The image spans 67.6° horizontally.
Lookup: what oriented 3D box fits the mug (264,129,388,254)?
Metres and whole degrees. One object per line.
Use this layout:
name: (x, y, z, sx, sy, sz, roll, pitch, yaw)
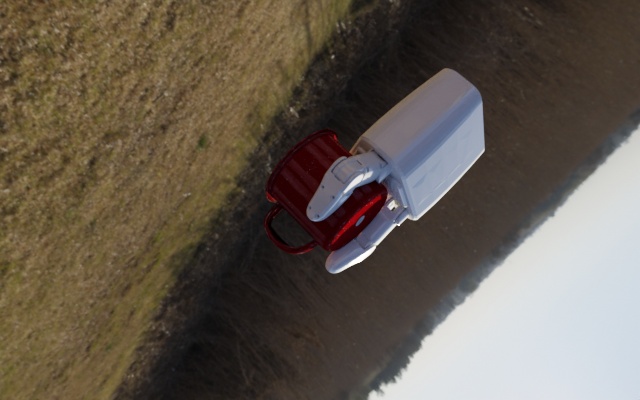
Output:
mug: (-0.001, 0.003, 0.450, 0.117, 0.081, 0.093, -42, -18, -9)
